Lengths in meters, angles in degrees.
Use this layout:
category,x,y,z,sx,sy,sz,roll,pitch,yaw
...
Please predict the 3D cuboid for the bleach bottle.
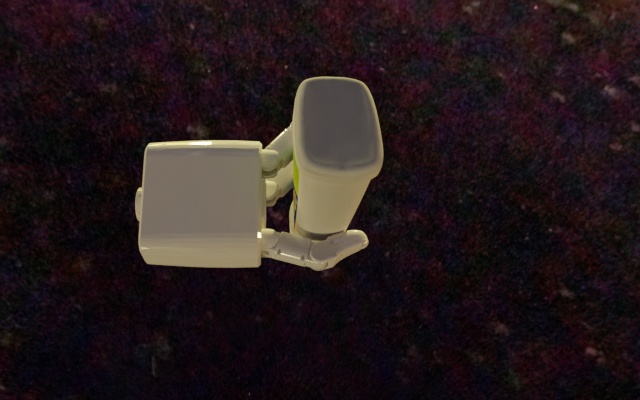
category,x,y,z,sx,sy,sz,roll,pitch,yaw
bleach bottle,0.000,0.001,0.471,0.068,0.102,0.251,0,-31,-7
